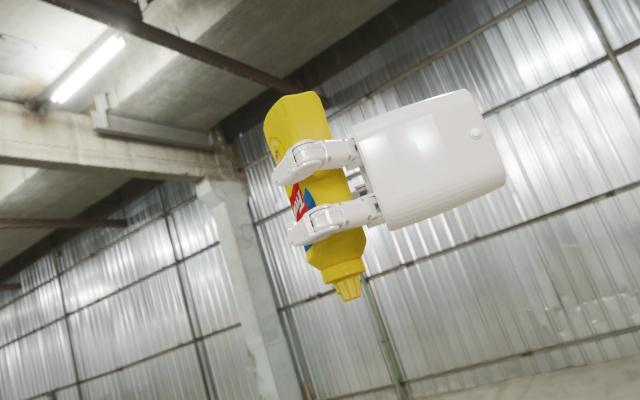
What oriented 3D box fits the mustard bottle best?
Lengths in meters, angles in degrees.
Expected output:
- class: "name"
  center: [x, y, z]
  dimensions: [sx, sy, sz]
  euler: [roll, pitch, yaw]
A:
- class: "mustard bottle"
  center: [0.000, 0.001, 0.455]
  dimensions: [0.058, 0.191, 0.096]
  euler: [-14, -14, -19]
